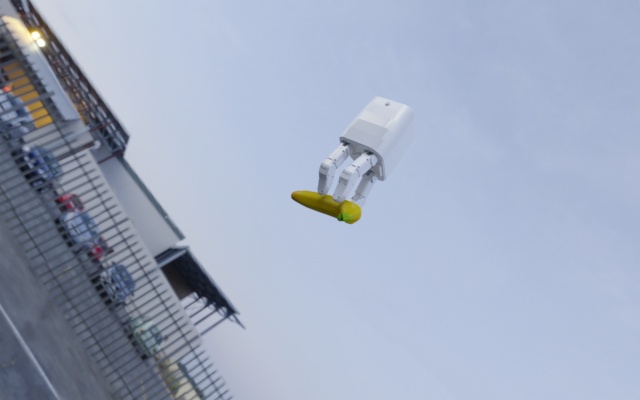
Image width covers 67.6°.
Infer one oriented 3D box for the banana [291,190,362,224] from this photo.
[{"bbox_3d":[0.017,0.009,0.820,0.069,0.037,0.197,20,0,-29],"label":"banana"}]
